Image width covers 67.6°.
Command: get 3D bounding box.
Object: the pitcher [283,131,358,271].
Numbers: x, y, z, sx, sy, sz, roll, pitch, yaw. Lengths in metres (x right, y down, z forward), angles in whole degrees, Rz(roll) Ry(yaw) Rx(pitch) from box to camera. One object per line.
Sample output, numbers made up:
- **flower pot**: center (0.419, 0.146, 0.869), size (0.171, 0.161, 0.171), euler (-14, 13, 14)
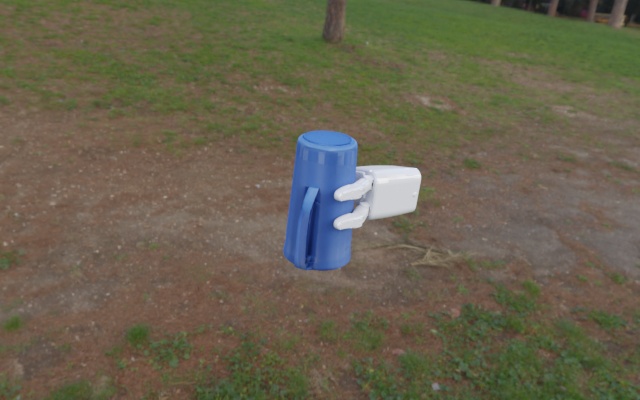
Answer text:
- **pitcher**: center (0.000, 0.003, 0.885), size (0.145, 0.243, 0.149), euler (-6, 26, -25)
